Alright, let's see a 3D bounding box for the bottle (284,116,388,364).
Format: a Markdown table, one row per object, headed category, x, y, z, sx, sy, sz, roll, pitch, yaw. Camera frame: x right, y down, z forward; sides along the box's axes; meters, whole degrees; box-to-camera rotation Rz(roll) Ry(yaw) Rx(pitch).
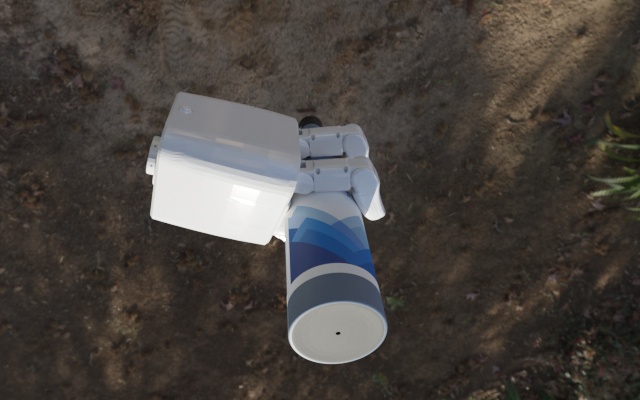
| category | x | y | z | sx | sy | sz | roll | pitch | yaw |
| --- | --- | --- | --- | --- | --- | --- | --- | --- | --- |
| bottle | 0.000 | 0.002 | 0.433 | 0.069 | 0.069 | 0.295 | 0 | 36 | -6 |
